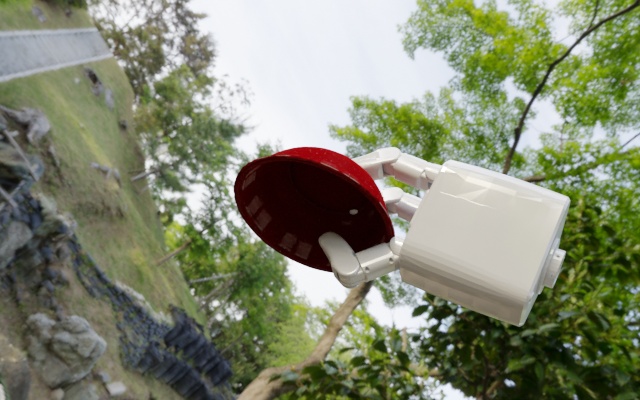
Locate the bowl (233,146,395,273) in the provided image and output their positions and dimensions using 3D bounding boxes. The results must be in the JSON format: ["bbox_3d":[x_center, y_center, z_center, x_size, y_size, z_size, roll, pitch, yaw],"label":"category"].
[{"bbox_3d":[-0.001,0.001,0.463,0.162,0.055,0.162,16,-39,13],"label":"bowl"}]
